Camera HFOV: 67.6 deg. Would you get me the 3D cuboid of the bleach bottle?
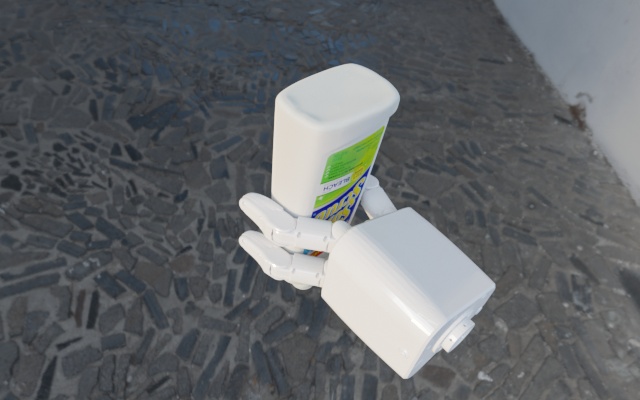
[{"bbox_3d":[0.000,0.002,0.462,0.102,0.251,0.068,-29,57,-31],"label":"bleach bottle"}]
